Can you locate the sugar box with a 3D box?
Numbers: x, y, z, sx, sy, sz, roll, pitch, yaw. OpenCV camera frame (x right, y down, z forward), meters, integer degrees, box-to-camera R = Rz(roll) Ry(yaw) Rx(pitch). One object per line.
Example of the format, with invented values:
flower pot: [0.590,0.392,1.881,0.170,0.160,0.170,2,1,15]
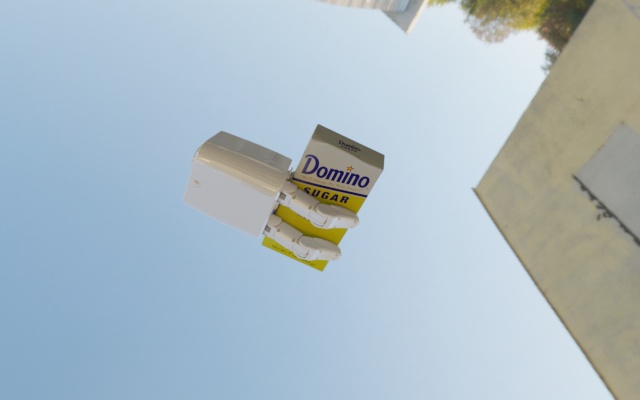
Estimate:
sugar box: [0.000,0.002,0.600,0.093,0.176,0.048,24,34,-5]
